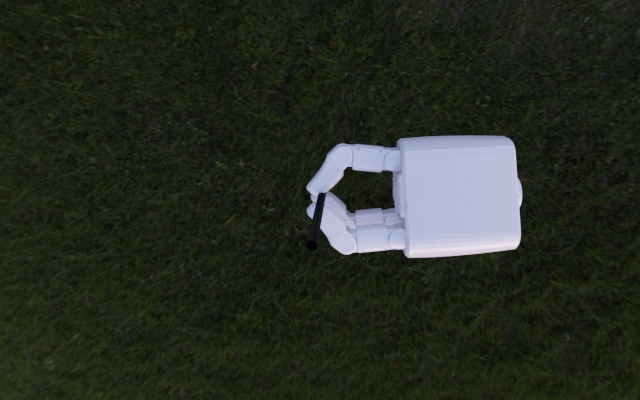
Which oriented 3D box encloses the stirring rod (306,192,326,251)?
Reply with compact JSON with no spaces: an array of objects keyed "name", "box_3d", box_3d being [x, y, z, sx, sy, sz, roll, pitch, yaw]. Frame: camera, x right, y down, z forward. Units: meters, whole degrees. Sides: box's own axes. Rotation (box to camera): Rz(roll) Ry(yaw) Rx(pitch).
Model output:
[{"name":"stirring rod","box_3d":[0.000,0.001,0.453,0.011,0.011,0.239,0,15,3]}]
